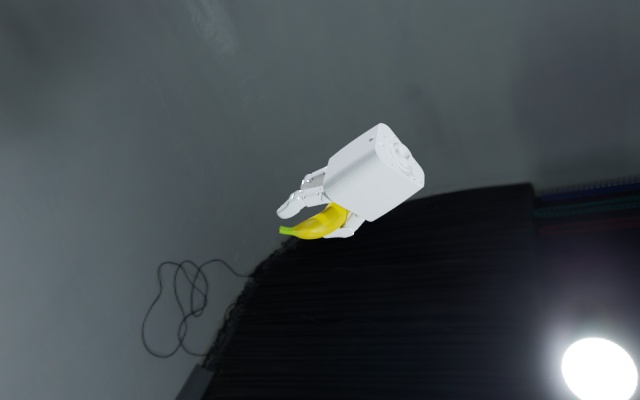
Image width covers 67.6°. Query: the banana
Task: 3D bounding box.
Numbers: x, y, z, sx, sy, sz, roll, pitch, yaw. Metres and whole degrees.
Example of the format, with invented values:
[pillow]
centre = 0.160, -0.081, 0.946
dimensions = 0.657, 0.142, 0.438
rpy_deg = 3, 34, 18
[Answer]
[banana]
centre = 0.014, 0.014, 0.784
dimensions = 0.069, 0.037, 0.197
rpy_deg = 34, 37, 13
